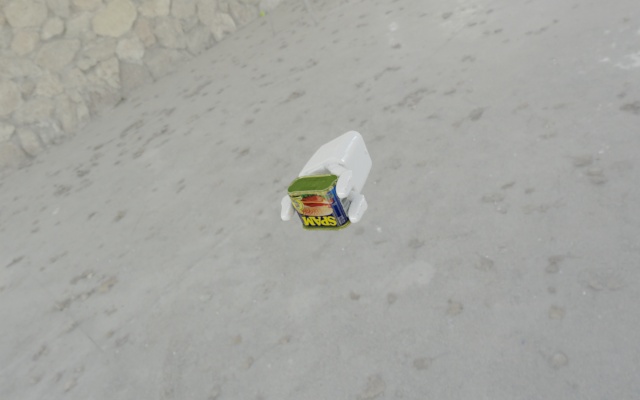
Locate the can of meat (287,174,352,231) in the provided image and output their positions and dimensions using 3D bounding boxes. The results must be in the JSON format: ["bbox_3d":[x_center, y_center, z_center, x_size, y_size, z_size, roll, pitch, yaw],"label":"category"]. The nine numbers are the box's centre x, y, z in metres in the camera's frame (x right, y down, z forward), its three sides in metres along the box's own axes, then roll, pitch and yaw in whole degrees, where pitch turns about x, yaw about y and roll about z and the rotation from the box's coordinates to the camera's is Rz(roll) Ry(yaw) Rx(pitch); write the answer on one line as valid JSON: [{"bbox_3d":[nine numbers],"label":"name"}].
[{"bbox_3d":[0.000,0.003,0.836,0.102,0.084,0.057,-2,36,35],"label":"can of meat"}]
